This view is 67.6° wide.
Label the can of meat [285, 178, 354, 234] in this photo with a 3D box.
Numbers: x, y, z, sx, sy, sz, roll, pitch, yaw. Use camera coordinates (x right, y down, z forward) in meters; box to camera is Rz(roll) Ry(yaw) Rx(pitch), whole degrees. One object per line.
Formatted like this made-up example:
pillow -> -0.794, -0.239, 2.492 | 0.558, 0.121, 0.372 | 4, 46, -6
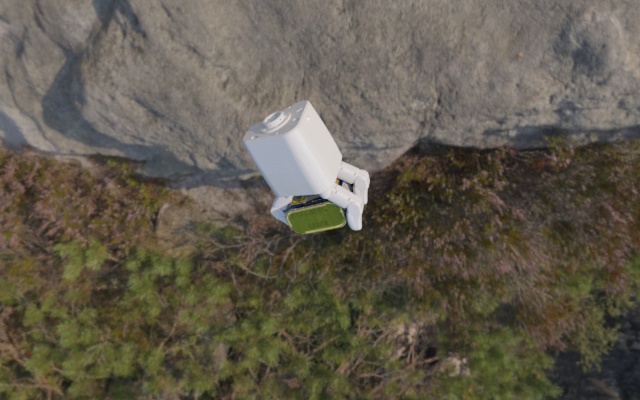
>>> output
can of meat -> 0.000, 0.003, 0.762 | 0.102, 0.057, 0.084 | -13, 35, 25
